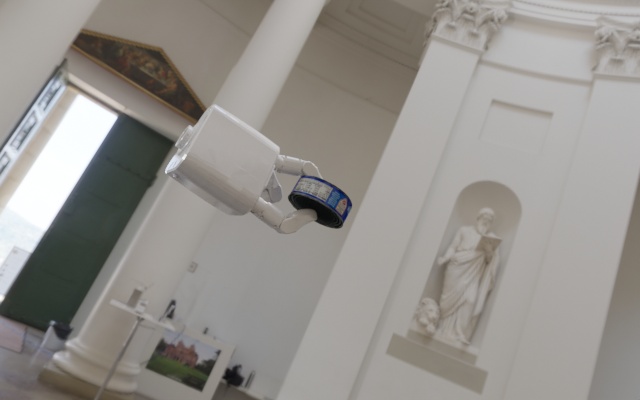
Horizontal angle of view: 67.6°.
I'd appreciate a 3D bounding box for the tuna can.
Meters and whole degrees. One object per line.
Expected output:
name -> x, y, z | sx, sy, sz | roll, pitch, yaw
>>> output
tuna can -> 0.000, 0.002, 0.662 | 0.086, 0.033, 0.086 | 26, -19, 10
